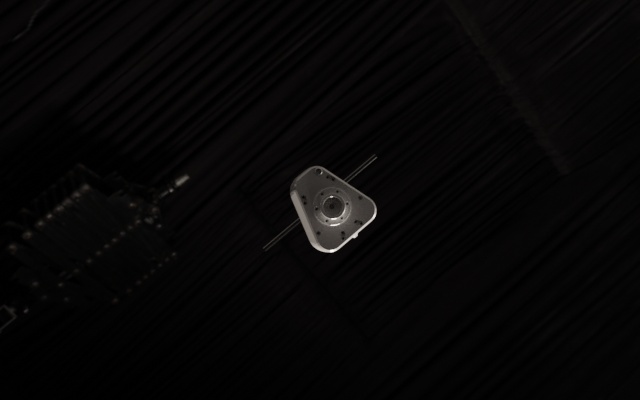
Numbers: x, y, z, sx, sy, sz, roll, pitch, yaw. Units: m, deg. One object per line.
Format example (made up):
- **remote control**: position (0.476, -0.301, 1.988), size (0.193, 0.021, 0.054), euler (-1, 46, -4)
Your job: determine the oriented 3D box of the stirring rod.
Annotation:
- **stirring rod**: position (0.000, 0.002, 0.787), size (0.239, 0.011, 0.011), euler (-40, 4, -4)
